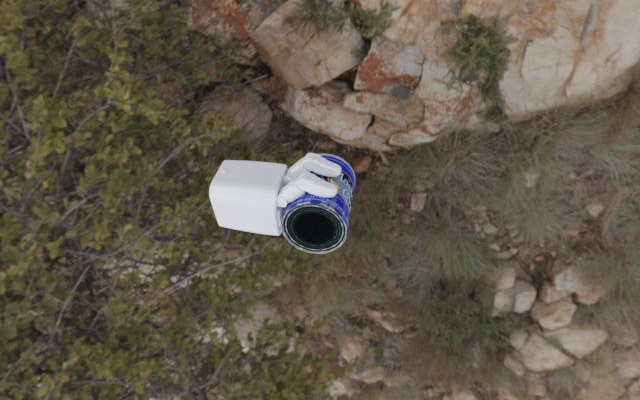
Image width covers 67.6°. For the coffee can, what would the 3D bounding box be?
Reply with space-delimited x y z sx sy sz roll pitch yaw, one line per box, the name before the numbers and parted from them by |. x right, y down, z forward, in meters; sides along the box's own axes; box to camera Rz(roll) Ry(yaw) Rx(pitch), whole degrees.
coffee can | 0.000 0.003 0.782 0.103 0.103 0.140 0 37 10
